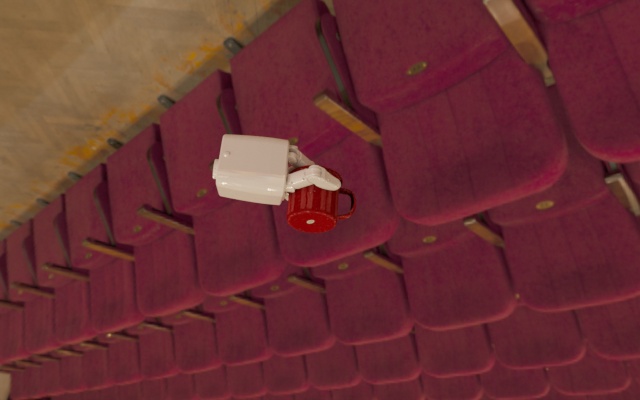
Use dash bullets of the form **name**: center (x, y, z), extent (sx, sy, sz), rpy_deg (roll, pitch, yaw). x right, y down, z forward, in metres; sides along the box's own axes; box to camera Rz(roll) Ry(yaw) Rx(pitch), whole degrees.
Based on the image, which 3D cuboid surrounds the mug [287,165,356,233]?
- **mug**: center (0.002, 0.003, 0.778), extent (0.117, 0.081, 0.093), rpy_deg (7, -29, -6)
